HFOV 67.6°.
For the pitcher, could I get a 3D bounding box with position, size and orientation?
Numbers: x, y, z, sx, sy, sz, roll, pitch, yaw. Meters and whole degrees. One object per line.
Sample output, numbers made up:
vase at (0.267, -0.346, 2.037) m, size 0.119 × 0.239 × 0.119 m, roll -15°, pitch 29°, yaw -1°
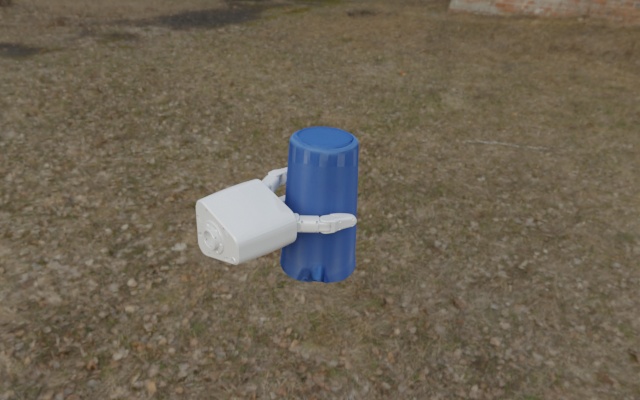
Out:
pitcher at (0.000, 0.003, 0.801) m, size 0.145 × 0.243 × 0.149 m, roll -21°, pitch 36°, yaw -38°
